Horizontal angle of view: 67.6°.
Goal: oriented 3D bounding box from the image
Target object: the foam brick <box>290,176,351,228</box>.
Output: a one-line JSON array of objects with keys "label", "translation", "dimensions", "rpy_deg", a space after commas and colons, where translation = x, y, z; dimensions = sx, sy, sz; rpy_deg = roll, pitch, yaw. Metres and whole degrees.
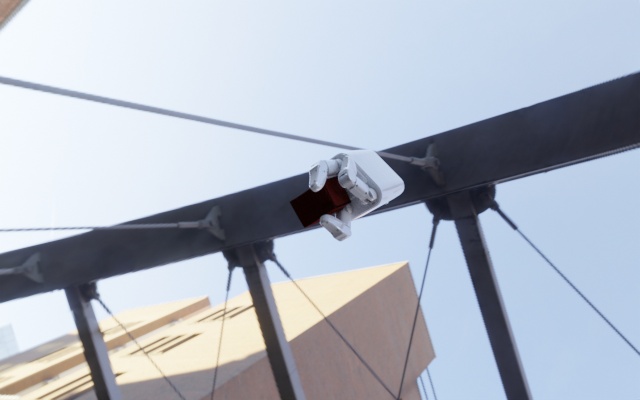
[{"label": "foam brick", "translation": [0.000, 0.003, 0.797], "dimensions": [0.078, 0.053, 0.051], "rpy_deg": [-32, -7, 34]}]
